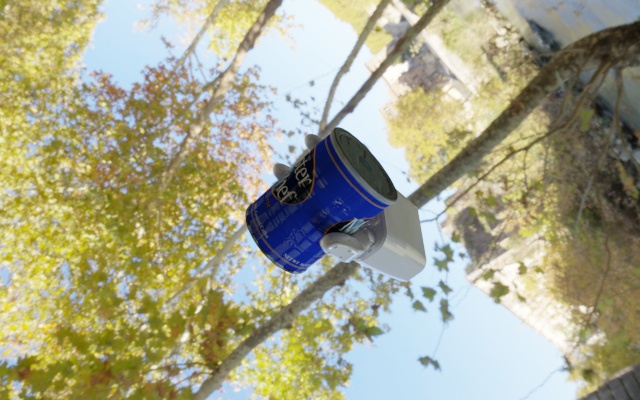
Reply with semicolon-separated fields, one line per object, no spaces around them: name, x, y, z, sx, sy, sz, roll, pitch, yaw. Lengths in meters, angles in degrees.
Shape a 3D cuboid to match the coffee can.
coffee can;0.000;0.002;0.536;0.140;0.102;0.103;-40;-17;21
